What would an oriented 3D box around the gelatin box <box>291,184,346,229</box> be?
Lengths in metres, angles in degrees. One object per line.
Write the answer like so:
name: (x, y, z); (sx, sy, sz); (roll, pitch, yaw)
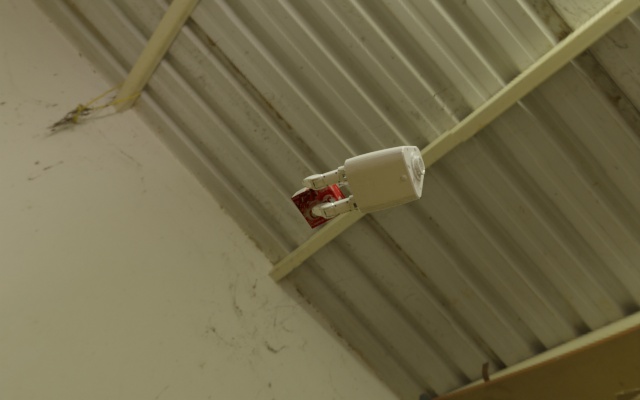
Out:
gelatin box: (0.000, 0.003, 0.891); (0.089, 0.073, 0.030); (-28, 12, 34)
